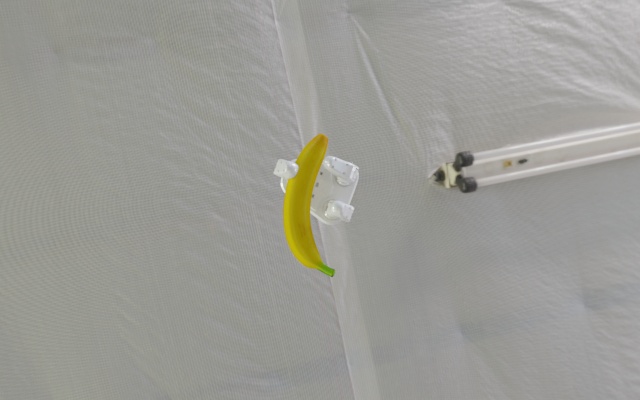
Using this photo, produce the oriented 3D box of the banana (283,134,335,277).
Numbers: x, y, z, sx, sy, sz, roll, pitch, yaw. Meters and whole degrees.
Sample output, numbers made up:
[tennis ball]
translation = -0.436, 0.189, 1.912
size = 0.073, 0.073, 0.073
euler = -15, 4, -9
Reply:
[banana]
translation = -0.018, 0.007, 0.659
size = 0.069, 0.197, 0.037
euler = -4, -7, 5
